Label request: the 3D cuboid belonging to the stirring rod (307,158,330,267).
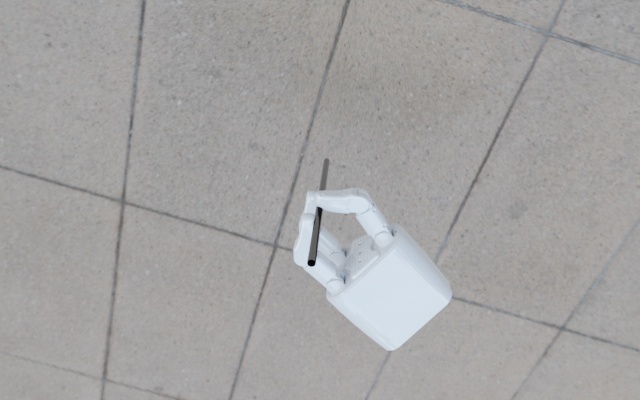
[{"bbox_3d":[0.000,0.002,0.537,0.011,0.011,0.239,0,27,4],"label":"stirring rod"}]
